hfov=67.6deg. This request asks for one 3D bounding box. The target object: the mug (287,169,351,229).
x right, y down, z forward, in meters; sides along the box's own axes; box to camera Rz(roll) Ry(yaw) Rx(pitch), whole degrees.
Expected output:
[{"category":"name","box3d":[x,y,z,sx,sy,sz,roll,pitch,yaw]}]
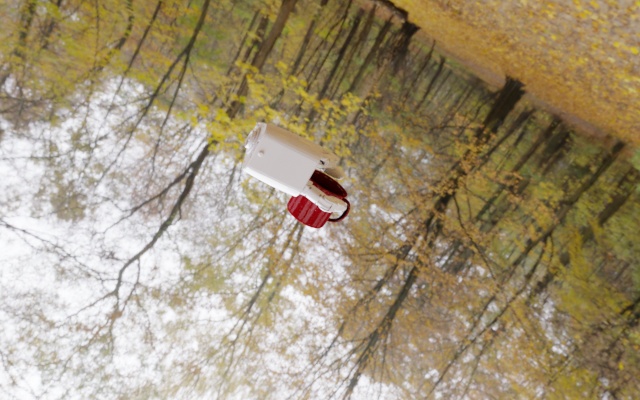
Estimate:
[{"category":"mug","box3d":[0.001,0.004,0.896,0.117,0.081,0.093,25,19,-21]}]
